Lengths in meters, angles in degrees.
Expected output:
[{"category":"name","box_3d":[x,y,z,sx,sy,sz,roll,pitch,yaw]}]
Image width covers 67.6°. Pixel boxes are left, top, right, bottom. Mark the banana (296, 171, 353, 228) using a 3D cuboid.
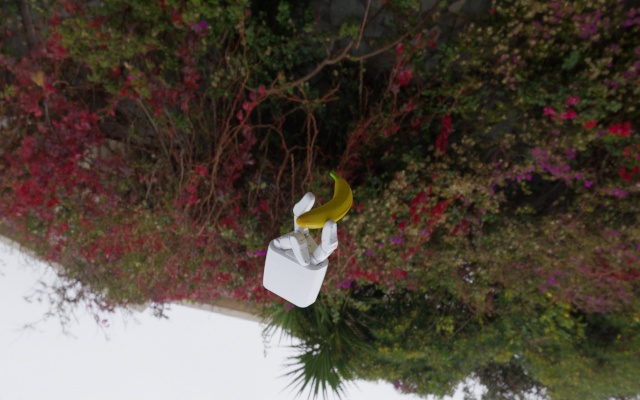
[{"category":"banana","box_3d":[0.018,0.008,0.896,0.069,0.037,0.197,21,33,10]}]
